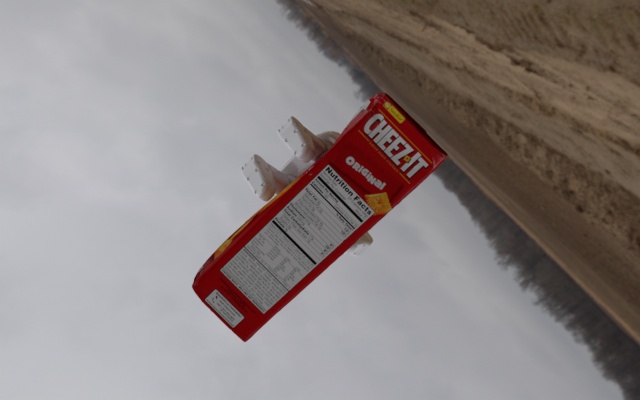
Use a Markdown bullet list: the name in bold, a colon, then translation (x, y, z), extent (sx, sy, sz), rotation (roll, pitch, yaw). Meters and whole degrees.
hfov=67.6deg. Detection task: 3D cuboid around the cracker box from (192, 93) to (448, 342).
- **cracker box**: translation (0.000, 0.002, 0.424), extent (0.214, 0.072, 0.164), rotation (-44, 4, 14)
